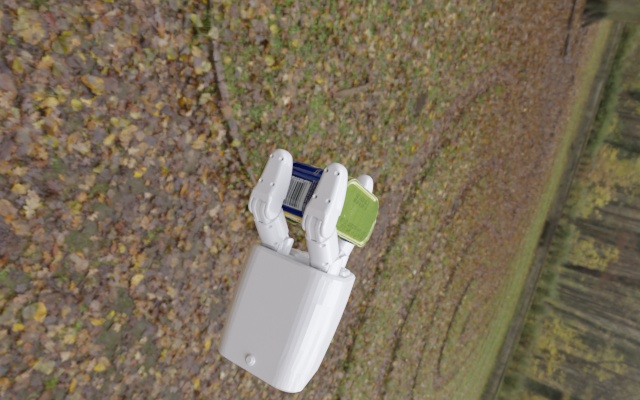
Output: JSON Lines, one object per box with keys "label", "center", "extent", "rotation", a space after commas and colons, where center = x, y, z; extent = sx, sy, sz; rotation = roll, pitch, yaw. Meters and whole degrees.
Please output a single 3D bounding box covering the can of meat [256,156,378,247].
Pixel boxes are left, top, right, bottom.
{"label": "can of meat", "center": [0.000, 0.002, 0.456], "extent": [0.084, 0.057, 0.102], "rotation": [20, -6, 29]}
